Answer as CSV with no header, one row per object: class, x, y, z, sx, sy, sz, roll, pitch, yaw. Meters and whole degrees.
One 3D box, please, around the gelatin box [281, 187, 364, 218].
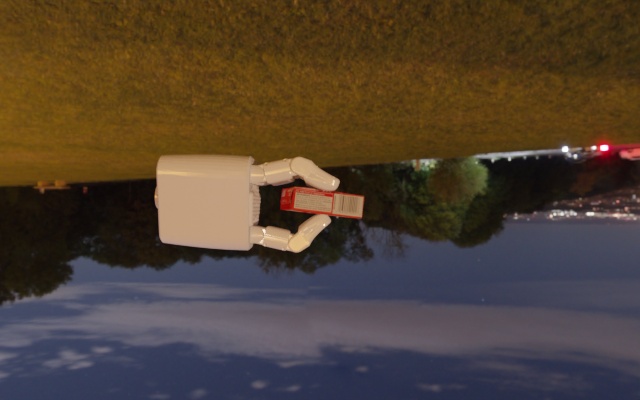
gelatin box,0.000,0.002,0.586,0.089,0.030,0.073,7,-2,-13
